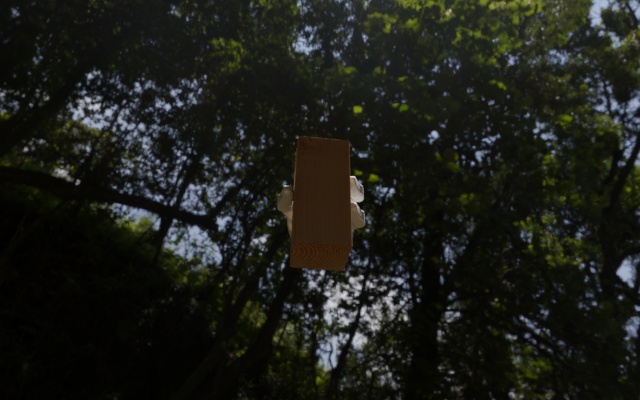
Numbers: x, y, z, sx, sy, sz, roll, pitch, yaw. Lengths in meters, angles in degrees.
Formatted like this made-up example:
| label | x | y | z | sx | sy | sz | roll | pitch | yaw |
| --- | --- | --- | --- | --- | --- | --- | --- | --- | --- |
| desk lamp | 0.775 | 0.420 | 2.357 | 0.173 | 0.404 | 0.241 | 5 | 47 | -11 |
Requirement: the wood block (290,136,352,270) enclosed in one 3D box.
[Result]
| label | x | y | z | sx | sy | sz | roll | pitch | yaw |
| --- | --- | --- | --- | --- | --- | --- | --- | --- | --- |
| wood block | 0.000 | 0.003 | 0.798 | 0.091 | 0.206 | 0.090 | 4 | -34 | -6 |
